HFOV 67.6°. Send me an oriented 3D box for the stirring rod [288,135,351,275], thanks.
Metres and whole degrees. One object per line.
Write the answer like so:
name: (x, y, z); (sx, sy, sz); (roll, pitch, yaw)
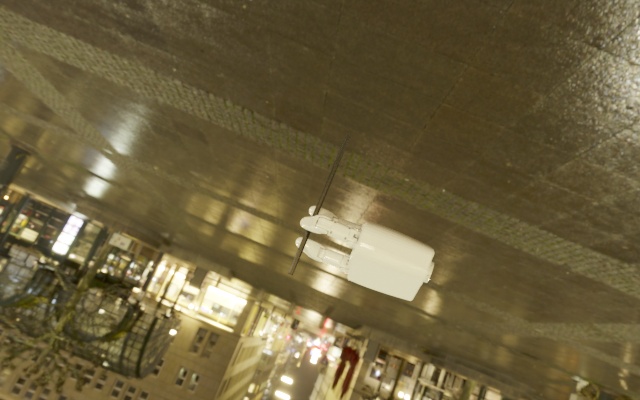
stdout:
stirring rod: (0.000, 0.002, 0.739); (0.011, 0.239, 0.011); (21, -16, 6)
